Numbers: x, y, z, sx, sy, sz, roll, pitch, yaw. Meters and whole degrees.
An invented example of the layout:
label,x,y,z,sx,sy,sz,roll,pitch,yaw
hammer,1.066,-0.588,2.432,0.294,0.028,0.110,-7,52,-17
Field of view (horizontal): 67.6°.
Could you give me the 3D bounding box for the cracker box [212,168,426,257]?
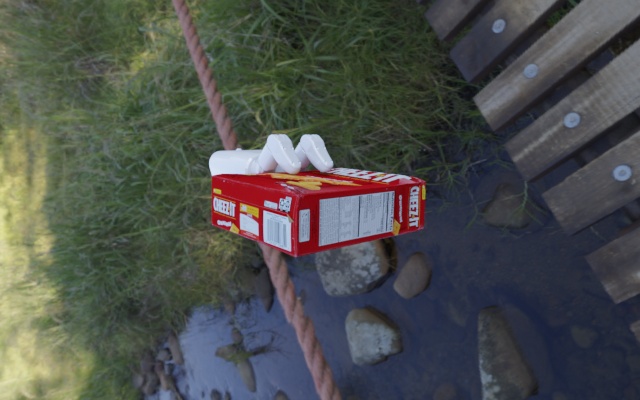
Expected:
label,x,y,z,sx,sy,sz,roll,pitch,yaw
cracker box,0.000,0.002,0.586,0.213,0.072,0.164,-7,14,-42
